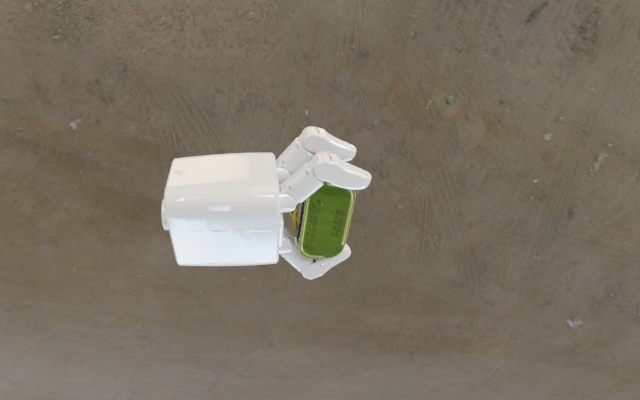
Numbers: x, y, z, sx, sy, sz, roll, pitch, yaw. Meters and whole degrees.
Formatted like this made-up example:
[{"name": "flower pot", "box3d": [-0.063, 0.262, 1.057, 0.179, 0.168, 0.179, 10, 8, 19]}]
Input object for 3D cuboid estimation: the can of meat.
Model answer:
[{"name": "can of meat", "box3d": [0.000, 0.002, 0.525, 0.057, 0.102, 0.084, 3, 30, -11]}]
